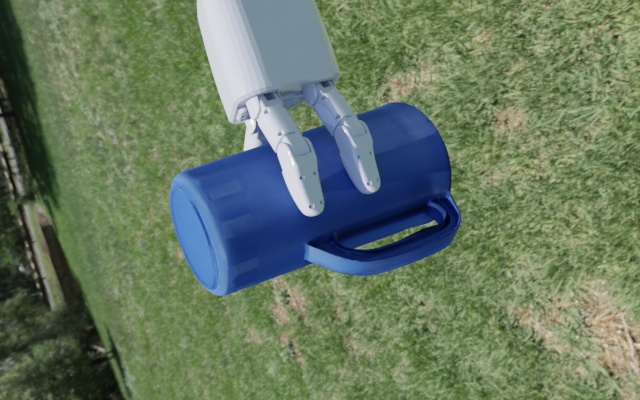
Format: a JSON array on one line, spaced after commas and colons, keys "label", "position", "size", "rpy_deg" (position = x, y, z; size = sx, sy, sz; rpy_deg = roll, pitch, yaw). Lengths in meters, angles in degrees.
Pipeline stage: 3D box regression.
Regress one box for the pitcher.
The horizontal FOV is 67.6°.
[{"label": "pitcher", "position": [0.000, 0.001, 0.440], "size": [0.243, 0.145, 0.149], "rpy_deg": [-20, 5, -30]}]
